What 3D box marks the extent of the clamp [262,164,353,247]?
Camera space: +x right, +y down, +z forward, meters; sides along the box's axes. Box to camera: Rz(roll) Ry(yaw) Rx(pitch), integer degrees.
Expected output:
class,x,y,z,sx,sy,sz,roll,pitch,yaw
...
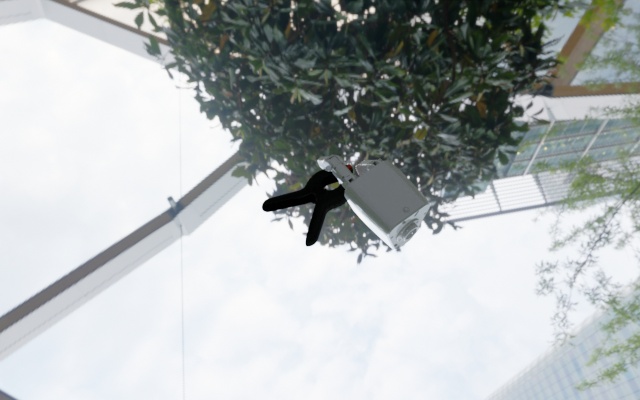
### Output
class,x,y,z,sx,sy,sz,roll,pitch,yaw
clamp,0.000,0.003,0.806,0.171,0.120,0.039,-33,-28,-17
